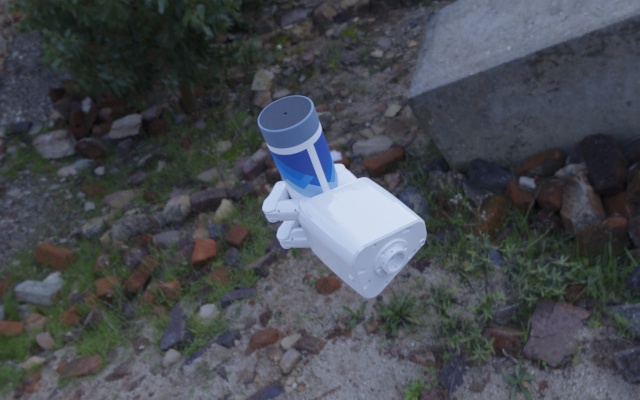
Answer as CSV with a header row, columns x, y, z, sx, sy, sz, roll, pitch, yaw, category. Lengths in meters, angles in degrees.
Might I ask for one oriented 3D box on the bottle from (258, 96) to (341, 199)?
x,y,z,sx,sy,sz,roll,pitch,yaw,category
0.000,0.002,0.635,0.069,0.069,0.296,0,-43,22,bottle
